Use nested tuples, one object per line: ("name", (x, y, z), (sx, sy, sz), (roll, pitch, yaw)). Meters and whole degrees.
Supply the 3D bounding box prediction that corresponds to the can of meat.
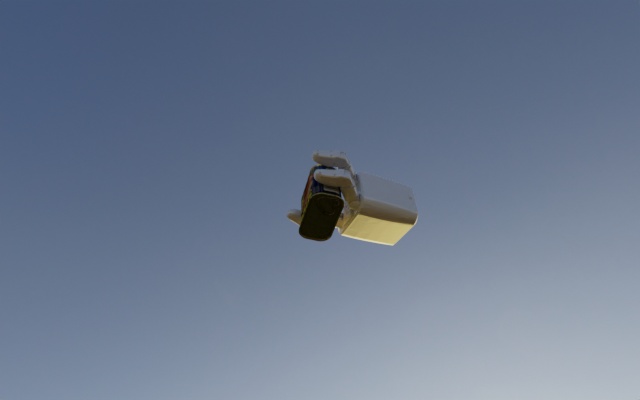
("can of meat", (0.000, 0.002, 0.802), (0.057, 0.102, 0.083), (12, 39, -11))
